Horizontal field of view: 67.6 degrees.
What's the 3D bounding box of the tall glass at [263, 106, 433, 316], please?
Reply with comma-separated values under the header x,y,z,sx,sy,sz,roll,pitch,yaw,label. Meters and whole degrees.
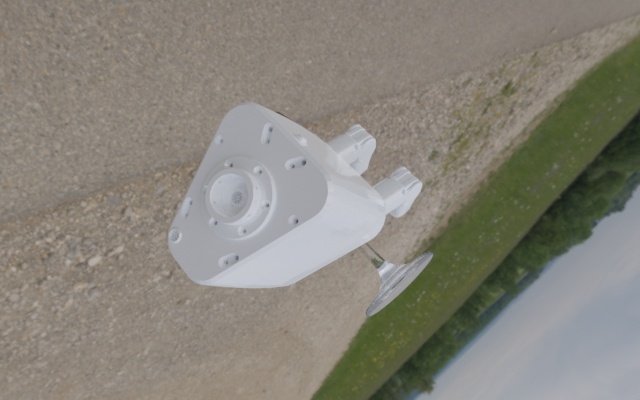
x,y,z,sx,sy,sz,roll,pitch,yaw,label
0.001,0.002,0.421,0.201,0.079,0.079,46,20,21,tall glass
